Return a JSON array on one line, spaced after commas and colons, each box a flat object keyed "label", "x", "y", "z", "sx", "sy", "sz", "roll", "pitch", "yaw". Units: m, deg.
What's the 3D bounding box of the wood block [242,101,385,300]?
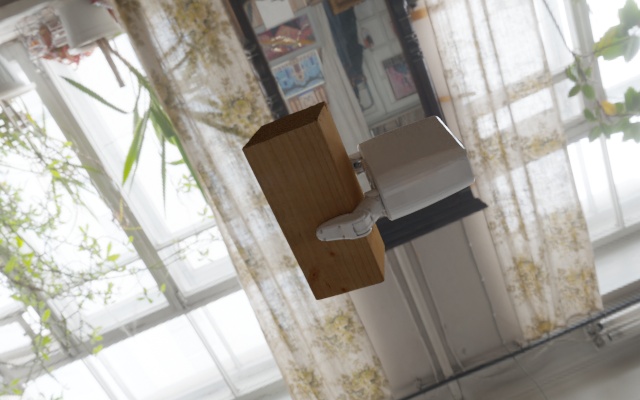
[{"label": "wood block", "x": 0.000, "y": 0.002, "z": 0.568, "sx": 0.090, "sy": 0.206, "sz": 0.090, "roll": -18, "pitch": 21, "yaw": 15}]
